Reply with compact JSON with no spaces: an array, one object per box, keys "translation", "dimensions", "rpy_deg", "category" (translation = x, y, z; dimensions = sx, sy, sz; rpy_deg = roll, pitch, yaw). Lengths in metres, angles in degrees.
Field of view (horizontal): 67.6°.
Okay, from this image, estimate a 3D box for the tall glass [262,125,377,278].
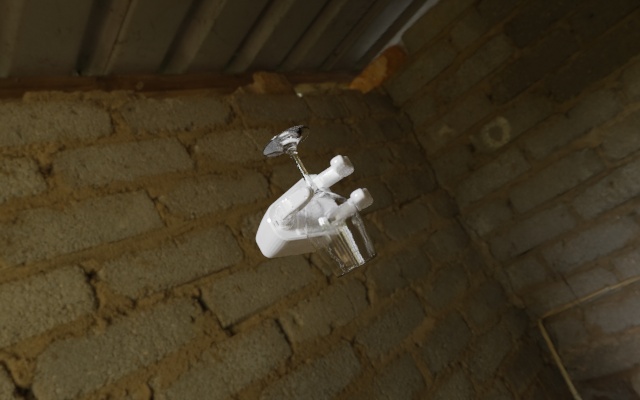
[{"translation":[0.000,0.001,0.645],"dimensions":[0.079,0.201,0.079],"rpy_deg":[-28,-12,-7],"category":"tall glass"}]
